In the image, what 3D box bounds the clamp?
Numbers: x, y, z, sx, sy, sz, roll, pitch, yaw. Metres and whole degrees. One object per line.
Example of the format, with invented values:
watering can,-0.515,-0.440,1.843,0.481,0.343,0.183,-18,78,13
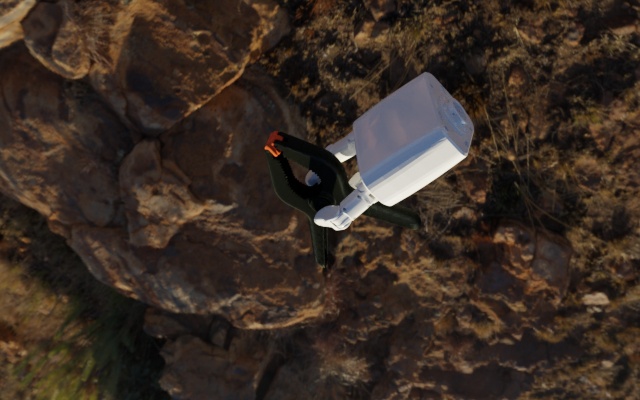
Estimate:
clamp,0.000,0.002,0.602,0.210,0.036,0.164,41,-54,-22
